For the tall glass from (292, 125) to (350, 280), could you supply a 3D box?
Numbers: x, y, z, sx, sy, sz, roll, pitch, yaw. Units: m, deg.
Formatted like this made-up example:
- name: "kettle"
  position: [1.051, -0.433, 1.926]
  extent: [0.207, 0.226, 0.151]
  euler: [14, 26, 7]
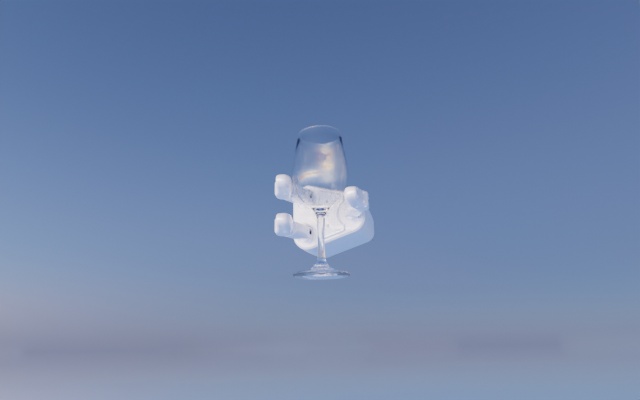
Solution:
- name: "tall glass"
  position: [0.000, 0.003, 0.646]
  extent: [0.079, 0.201, 0.079]
  euler: [-1, -17, 0]
